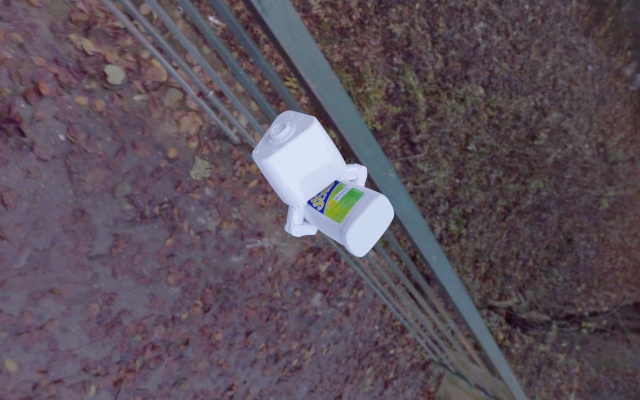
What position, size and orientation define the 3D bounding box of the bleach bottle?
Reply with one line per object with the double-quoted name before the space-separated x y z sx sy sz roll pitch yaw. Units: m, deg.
"bleach bottle" 0.000 0.003 0.807 0.250 0.102 0.068 24 -23 47
